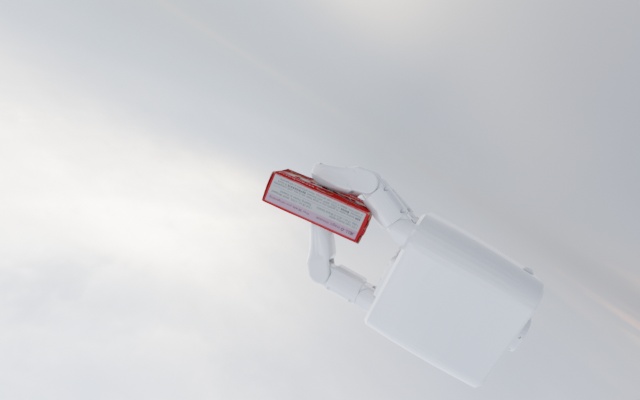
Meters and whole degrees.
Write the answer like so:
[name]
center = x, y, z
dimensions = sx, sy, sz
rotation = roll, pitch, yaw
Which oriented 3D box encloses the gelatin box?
[gelatin box]
center = 0.000, 0.002, 0.418
dimensions = 0.089, 0.030, 0.073
rotation = 23, 7, 3
